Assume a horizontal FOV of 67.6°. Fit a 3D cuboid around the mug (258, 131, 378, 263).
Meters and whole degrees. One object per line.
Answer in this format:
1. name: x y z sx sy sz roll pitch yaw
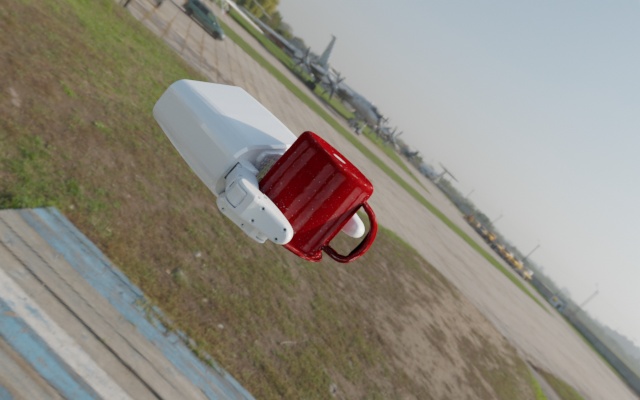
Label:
1. mug: 0.001 0.002 0.417 0.117 0.081 0.093 45 11 19
